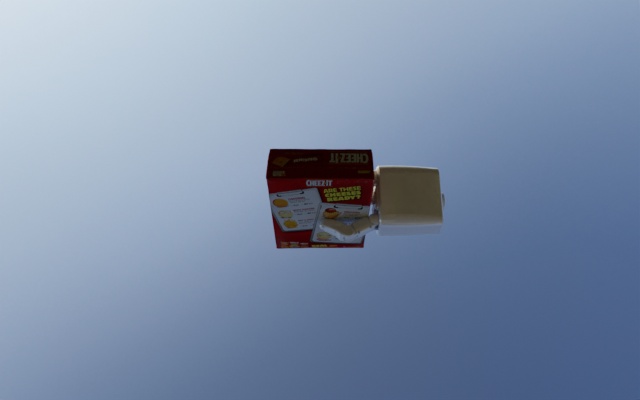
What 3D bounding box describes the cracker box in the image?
[{"bbox_3d":[0.000,0.003,0.810,0.164,0.072,0.214,0,-35,0],"label":"cracker box"}]
